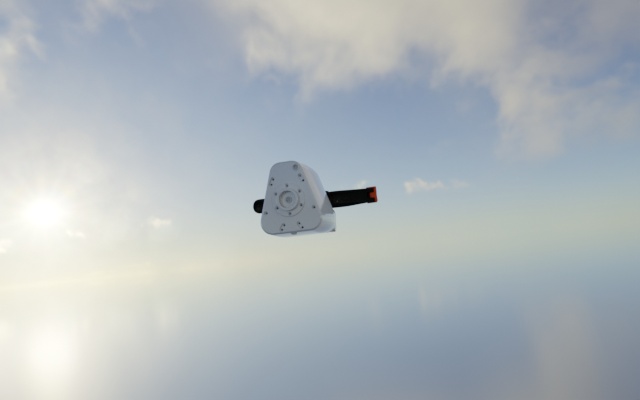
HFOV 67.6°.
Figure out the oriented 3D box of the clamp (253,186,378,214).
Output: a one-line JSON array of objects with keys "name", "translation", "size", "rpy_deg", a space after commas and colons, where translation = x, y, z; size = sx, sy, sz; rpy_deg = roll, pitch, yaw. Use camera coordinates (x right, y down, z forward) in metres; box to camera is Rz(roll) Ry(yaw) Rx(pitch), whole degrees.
[{"name": "clamp", "translation": [0.001, 0.002, 0.875], "size": [0.210, 0.036, 0.164], "rpy_deg": [-7, -4, 10]}]
